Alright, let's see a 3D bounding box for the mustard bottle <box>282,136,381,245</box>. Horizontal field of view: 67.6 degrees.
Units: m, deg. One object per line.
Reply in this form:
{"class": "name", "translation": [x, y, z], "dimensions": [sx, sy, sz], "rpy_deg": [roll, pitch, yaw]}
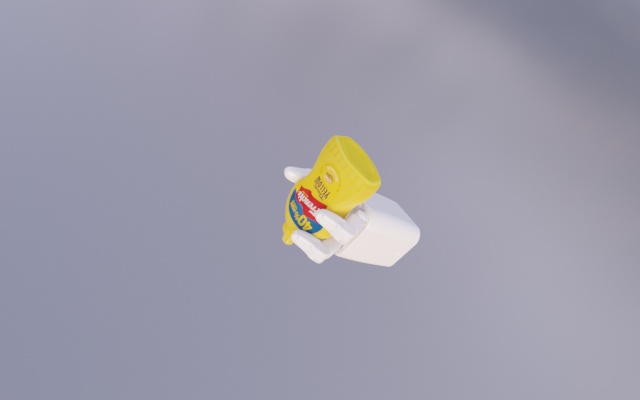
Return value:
{"class": "mustard bottle", "translation": [0.000, 0.002, 0.700], "dimensions": [0.058, 0.096, 0.192], "rpy_deg": [-5, -36, -47]}
